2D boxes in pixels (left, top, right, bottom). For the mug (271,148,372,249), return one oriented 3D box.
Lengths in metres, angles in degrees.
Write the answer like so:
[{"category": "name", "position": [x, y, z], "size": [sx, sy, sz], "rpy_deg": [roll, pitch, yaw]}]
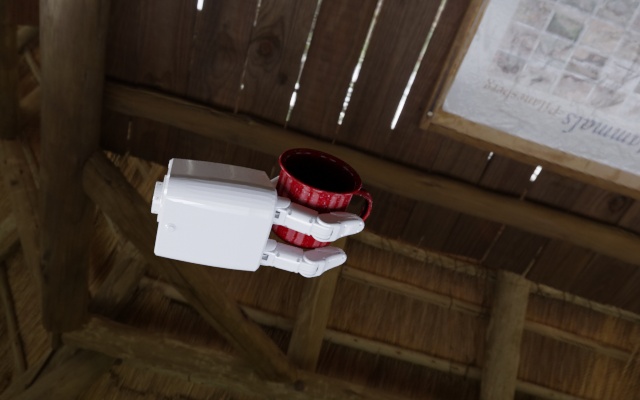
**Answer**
[{"category": "mug", "position": [0.001, 0.002, 0.537], "size": [0.117, 0.081, 0.093], "rpy_deg": [11, 31, -17]}]
